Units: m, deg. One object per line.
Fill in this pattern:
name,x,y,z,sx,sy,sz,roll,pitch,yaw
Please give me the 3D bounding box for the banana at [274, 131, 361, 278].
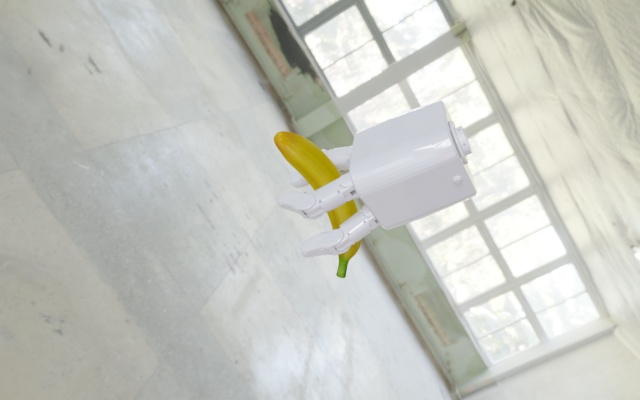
banana,0.008,-0.005,0.564,0.037,0.198,0.069,-12,26,30
